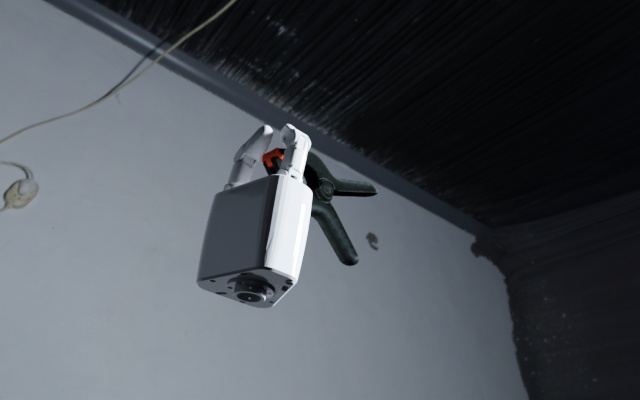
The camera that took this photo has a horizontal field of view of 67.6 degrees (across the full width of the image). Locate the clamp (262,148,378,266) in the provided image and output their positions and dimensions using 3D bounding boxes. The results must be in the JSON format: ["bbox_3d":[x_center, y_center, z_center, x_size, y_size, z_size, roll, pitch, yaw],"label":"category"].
[{"bbox_3d":[0.000,0.002,0.577,0.171,0.120,0.039,27,-36,-29],"label":"clamp"}]
